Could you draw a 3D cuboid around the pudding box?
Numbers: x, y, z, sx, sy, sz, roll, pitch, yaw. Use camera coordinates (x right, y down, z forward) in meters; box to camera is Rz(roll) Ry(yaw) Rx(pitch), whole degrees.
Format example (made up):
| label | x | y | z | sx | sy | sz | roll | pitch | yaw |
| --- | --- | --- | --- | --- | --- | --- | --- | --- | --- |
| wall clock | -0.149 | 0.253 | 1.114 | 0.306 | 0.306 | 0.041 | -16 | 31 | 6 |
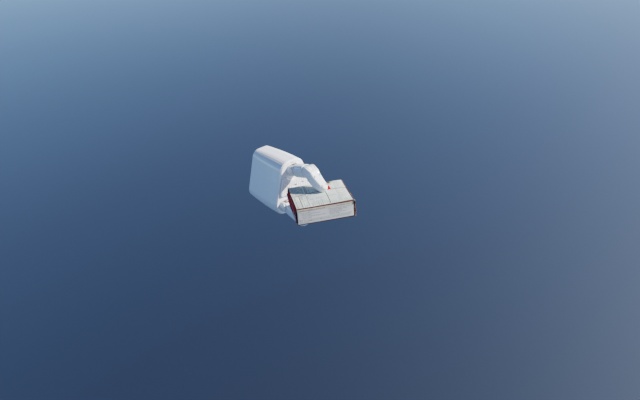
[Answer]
| label | x | y | z | sx | sy | sz | roll | pitch | yaw |
| --- | --- | --- | --- | --- | --- | --- | --- | --- | --- |
| pudding box | 0.000 | 0.003 | 0.890 | 0.113 | 0.039 | 0.090 | -11 | 30 | -9 |
